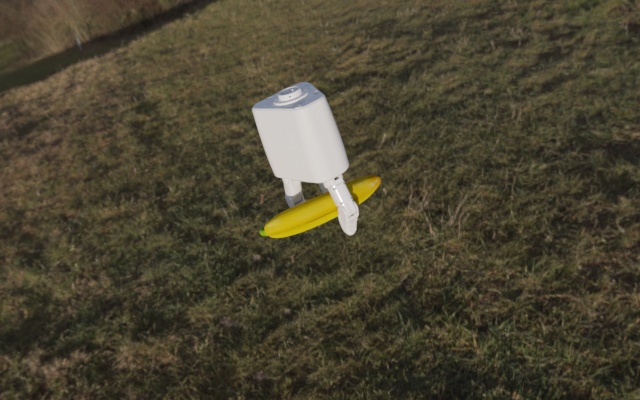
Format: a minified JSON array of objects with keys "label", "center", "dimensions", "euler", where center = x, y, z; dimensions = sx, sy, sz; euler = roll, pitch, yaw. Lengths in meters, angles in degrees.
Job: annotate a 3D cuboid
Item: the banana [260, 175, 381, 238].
[{"label":"banana","center":[-0.001,0.009,0.685],"dimensions":[0.198,0.037,0.069],"euler":[-23,18,1]}]
